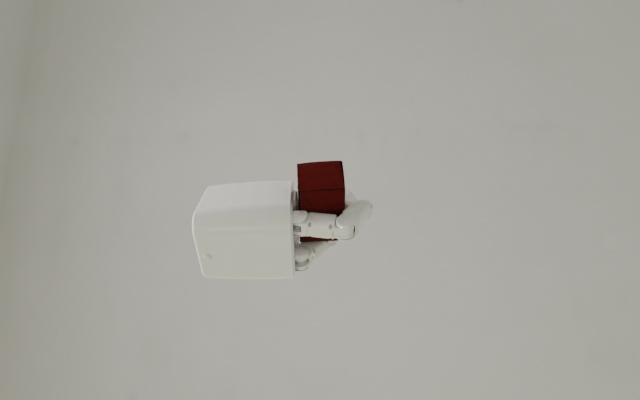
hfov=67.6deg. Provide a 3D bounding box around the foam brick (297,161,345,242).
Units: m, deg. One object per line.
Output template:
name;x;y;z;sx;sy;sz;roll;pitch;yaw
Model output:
foam brick;0.000;0.001;0.537;0.051;0.078;0.053;-1;39;-1
